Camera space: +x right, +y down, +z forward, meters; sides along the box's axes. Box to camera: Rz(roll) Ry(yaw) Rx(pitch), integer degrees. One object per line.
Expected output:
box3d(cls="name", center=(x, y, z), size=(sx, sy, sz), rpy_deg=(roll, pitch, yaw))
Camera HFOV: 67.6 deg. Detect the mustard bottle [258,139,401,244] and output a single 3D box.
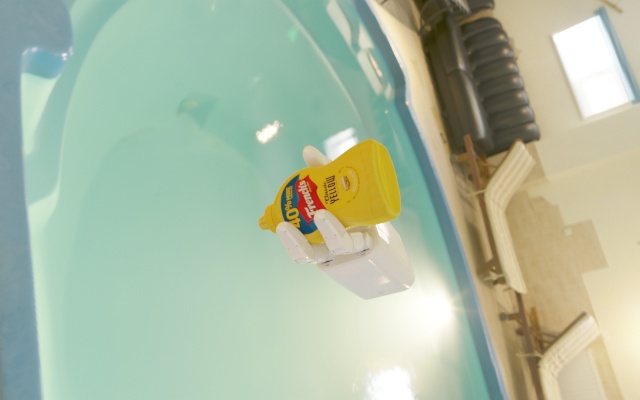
box3d(cls="mustard bottle", center=(0.000, 0.002, 0.590), size=(0.192, 0.096, 0.058), rpy_deg=(-21, -21, 30))
